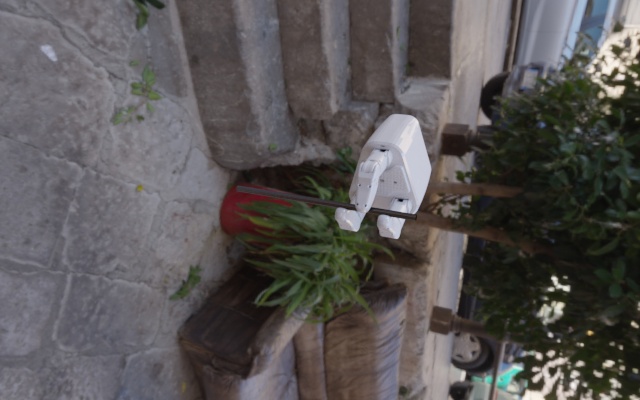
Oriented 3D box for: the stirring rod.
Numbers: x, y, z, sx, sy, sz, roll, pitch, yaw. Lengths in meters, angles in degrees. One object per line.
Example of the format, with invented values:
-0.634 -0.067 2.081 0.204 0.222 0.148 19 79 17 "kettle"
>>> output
0.000 0.002 0.596 0.239 0.011 0.011 9 3 21 "stirring rod"
